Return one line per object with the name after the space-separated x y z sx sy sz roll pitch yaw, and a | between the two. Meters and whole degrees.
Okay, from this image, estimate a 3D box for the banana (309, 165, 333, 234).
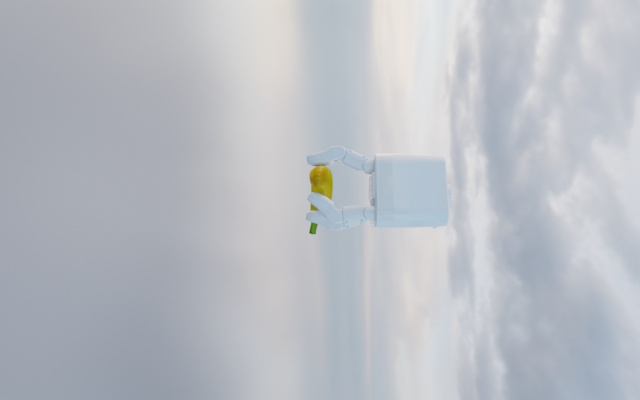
0.001 -0.013 0.765 0.037 0.069 0.198 3 -27 1 | banana
